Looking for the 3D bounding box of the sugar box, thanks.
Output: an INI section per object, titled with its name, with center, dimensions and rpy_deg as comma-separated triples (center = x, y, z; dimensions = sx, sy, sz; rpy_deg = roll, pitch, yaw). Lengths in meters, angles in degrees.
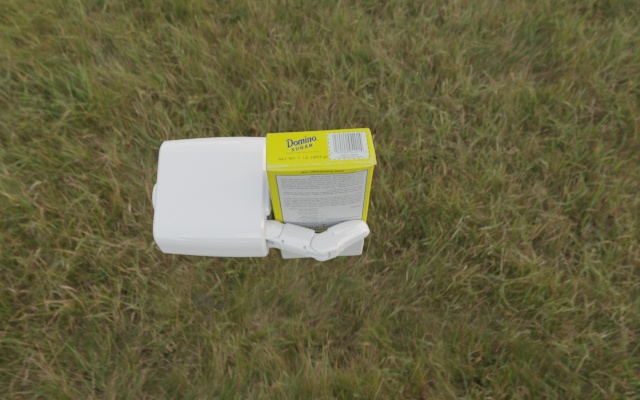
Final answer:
[sugar box]
center = 0.000, 0.001, 0.476
dimensions = 0.093, 0.048, 0.176
rpy_deg = -2, -29, -2
